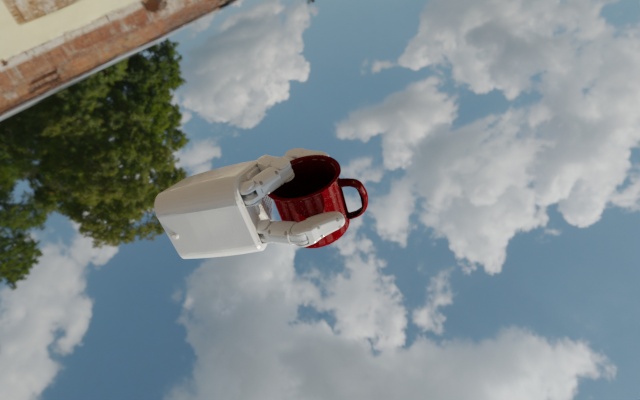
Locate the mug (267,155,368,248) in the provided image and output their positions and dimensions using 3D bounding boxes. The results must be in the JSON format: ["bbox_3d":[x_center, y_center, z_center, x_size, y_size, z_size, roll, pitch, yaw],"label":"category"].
[{"bbox_3d":[0.002,0.002,0.578,0.117,0.081,0.093,-8,36,15],"label":"mug"}]
